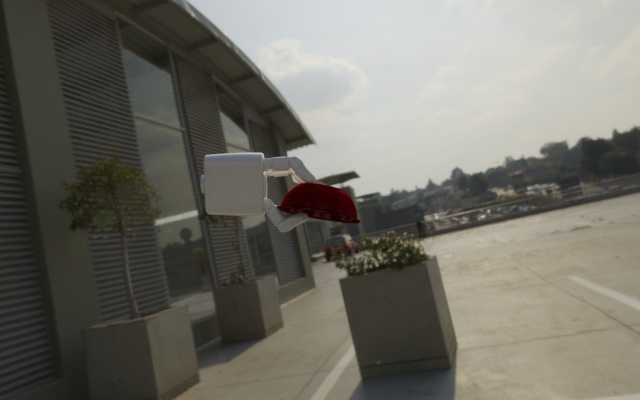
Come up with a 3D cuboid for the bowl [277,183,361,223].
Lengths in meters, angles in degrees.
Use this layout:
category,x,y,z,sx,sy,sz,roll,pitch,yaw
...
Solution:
category,x,y,z,sx,sy,sz,roll,pitch,yaw
bowl,0.001,0.003,0.900,0.162,0.055,0.162,10,-7,1
